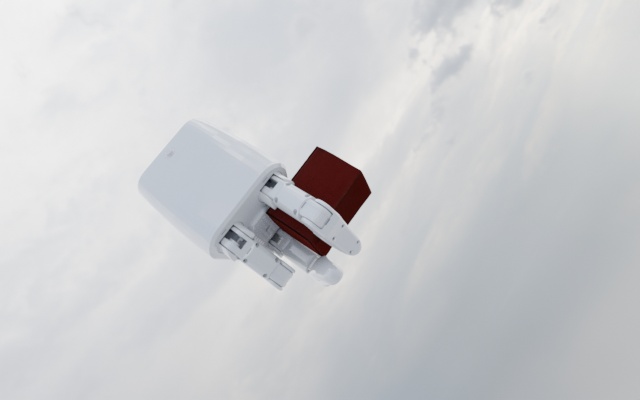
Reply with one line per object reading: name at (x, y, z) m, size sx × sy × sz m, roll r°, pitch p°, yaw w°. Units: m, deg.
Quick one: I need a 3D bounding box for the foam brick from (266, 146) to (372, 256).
foam brick at (0.000, 0.001, 0.429) m, size 0.051 × 0.078 × 0.053 m, roll 32°, pitch -11°, yaw 25°
